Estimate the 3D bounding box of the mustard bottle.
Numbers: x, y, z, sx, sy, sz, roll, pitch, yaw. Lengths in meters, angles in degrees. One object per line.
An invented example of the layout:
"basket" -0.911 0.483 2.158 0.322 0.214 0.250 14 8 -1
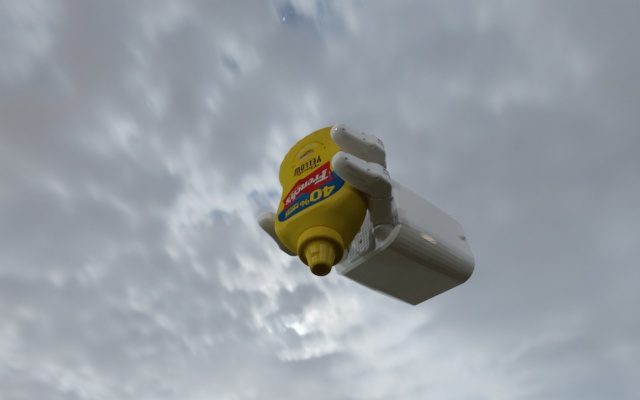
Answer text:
"mustard bottle" 0.000 0.001 0.473 0.096 0.058 0.191 -27 32 18
